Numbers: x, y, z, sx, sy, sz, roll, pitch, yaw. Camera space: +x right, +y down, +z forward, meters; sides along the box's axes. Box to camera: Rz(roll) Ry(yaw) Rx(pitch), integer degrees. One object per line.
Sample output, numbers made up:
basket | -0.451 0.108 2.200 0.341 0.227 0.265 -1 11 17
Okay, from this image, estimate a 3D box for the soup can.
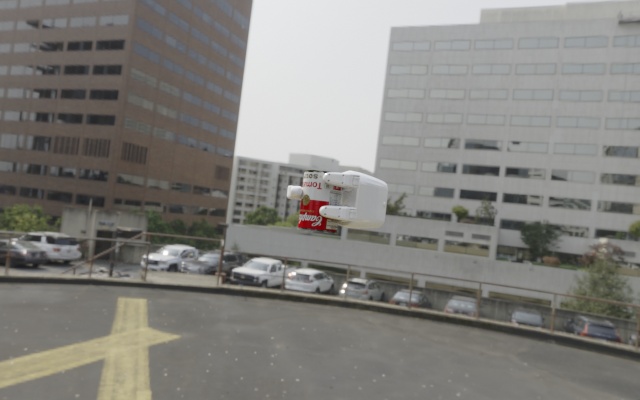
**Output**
soup can | 0.000 0.002 0.814 0.068 0.102 0.068 7 -2 0
